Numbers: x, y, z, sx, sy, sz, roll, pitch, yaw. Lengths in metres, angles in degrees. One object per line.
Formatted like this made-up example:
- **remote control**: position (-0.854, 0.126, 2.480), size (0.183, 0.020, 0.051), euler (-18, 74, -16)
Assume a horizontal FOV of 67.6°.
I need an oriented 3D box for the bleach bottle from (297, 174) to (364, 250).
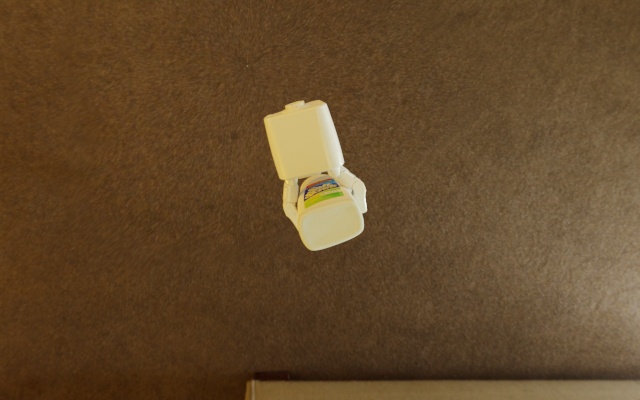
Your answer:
- **bleach bottle**: position (0.000, 0.003, 0.828), size (0.102, 0.068, 0.250), euler (-18, 18, -3)
